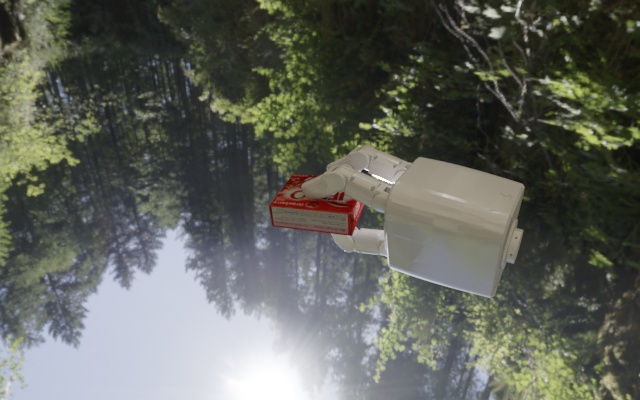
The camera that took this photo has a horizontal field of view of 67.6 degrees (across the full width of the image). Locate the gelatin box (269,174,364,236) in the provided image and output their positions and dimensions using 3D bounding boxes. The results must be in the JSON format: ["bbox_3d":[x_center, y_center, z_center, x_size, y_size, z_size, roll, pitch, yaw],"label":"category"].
[{"bbox_3d":[0.000,0.002,0.509,0.089,0.030,0.073,5,31,16],"label":"gelatin box"}]
